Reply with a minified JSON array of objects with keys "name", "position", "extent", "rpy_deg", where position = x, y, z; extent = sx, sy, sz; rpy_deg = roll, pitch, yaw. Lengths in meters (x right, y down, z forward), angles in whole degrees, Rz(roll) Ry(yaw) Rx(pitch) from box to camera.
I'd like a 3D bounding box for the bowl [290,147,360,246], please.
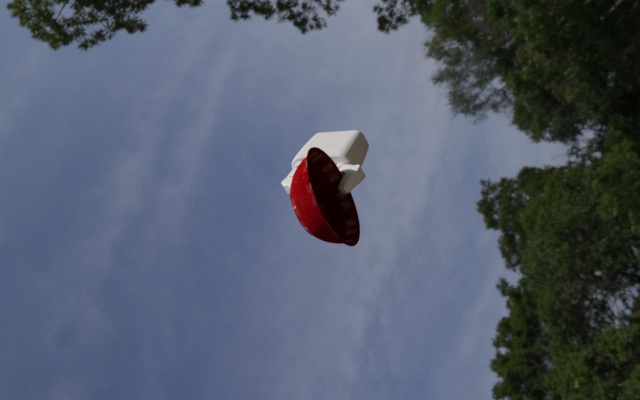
[{"name":"bowl","position":[-0.001,0.003,0.727],"extent":[0.055,0.162,0.162],"rpy_deg":[-23,-9,20]}]
